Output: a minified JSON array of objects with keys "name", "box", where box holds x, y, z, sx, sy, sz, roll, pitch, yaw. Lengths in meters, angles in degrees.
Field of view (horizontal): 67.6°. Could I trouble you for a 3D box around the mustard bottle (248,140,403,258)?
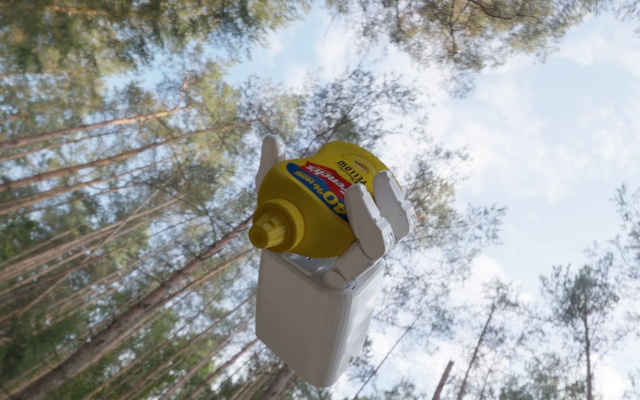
[{"name":"mustard bottle","box":[0.000,0.001,0.420,0.096,0.058,0.191,43,32,11]}]
